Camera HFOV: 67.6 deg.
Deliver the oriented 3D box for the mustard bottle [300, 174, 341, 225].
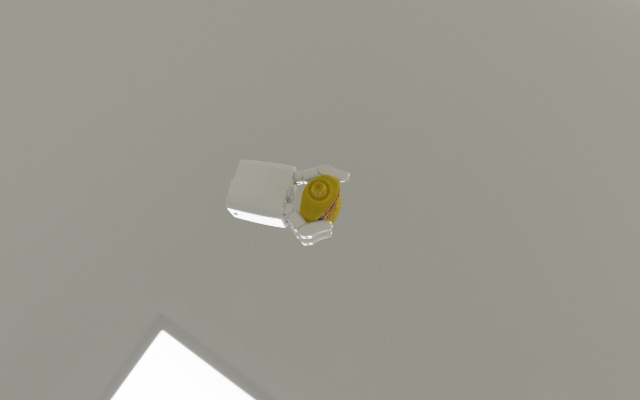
[{"bbox_3d":[0.000,0.003,0.879,0.058,0.096,0.192,34,-12,12],"label":"mustard bottle"}]
